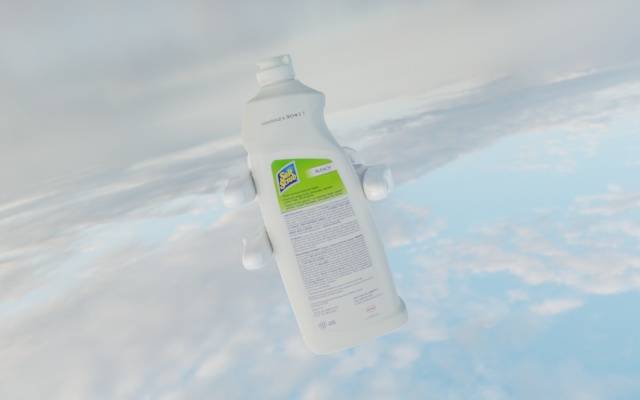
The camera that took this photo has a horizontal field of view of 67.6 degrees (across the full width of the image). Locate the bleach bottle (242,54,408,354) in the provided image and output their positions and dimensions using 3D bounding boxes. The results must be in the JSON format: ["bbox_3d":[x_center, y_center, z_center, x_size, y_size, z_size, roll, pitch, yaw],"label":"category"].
[{"bbox_3d":[0.000,0.001,0.415,0.102,0.251,0.068,-17,14,-10],"label":"bleach bottle"}]
